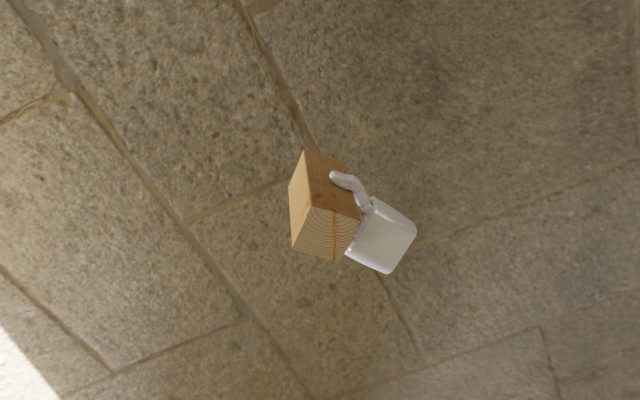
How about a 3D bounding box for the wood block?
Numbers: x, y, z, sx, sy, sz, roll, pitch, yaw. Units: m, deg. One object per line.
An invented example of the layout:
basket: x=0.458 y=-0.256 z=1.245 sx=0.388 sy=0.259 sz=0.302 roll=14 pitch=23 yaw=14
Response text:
wood block: x=0.001 y=0.003 z=0.857 sx=0.090 sy=0.091 sz=0.206 roll=18 pitch=28 yaw=-16
